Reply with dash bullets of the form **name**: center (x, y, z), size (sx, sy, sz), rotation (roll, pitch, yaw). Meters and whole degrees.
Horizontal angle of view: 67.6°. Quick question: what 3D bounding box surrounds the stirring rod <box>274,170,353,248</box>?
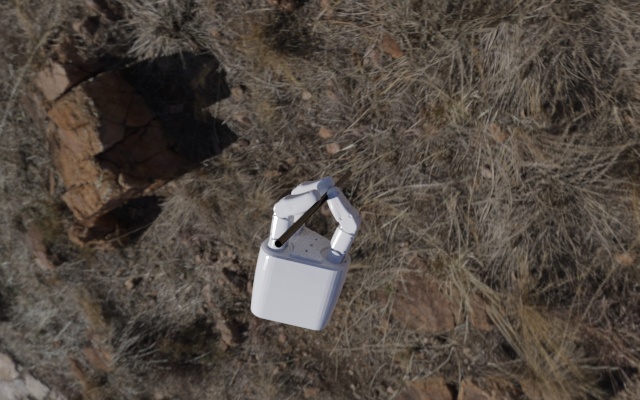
- **stirring rod**: center (0.000, 0.002, 0.566), size (0.011, 0.011, 0.239), rotation (0, 20, 21)
